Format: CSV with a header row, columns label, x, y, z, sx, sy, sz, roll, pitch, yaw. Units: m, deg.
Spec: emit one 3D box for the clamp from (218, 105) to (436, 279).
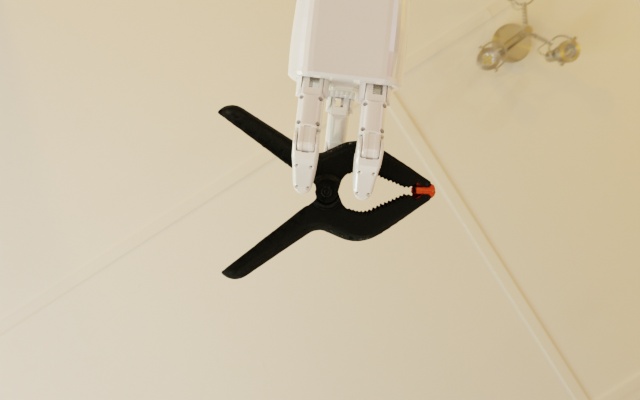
label,x,y,z,sx,sy,sz,roll,pitch,yaw
clamp,0.001,0.001,0.456,0.210,0.164,0.036,6,4,0
